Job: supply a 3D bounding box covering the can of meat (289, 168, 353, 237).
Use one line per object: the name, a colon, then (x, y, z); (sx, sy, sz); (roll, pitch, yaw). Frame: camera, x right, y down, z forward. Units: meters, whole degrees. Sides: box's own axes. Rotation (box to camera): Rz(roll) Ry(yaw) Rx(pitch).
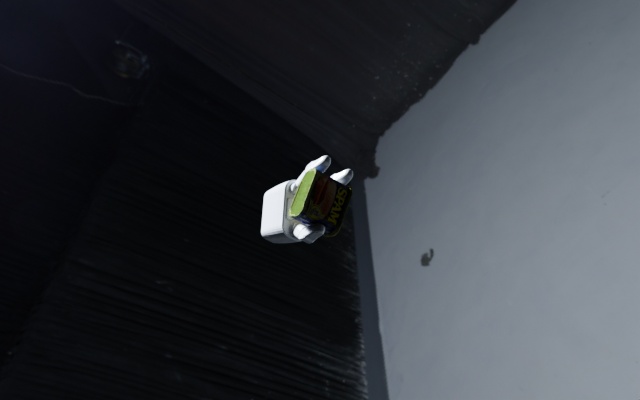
can of meat: (0.000, 0.003, 0.865); (0.084, 0.102, 0.057); (28, -19, -25)
